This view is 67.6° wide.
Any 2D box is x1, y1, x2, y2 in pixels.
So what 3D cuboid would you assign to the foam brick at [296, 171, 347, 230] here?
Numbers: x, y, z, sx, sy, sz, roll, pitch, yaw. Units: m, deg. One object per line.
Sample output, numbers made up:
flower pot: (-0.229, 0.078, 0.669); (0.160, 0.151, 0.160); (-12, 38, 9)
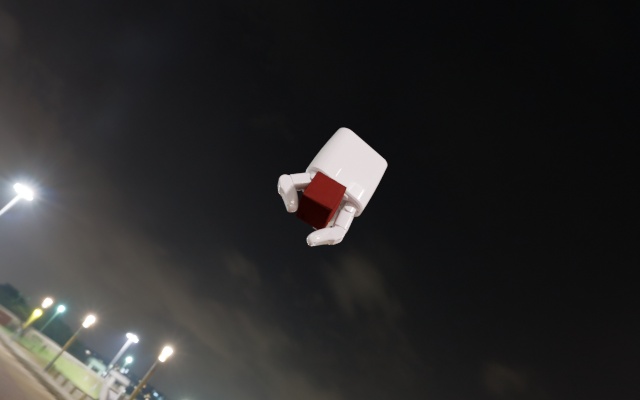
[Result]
foam brick: (0.000, 0.002, 0.739); (0.053, 0.051, 0.078); (31, -29, 6)
